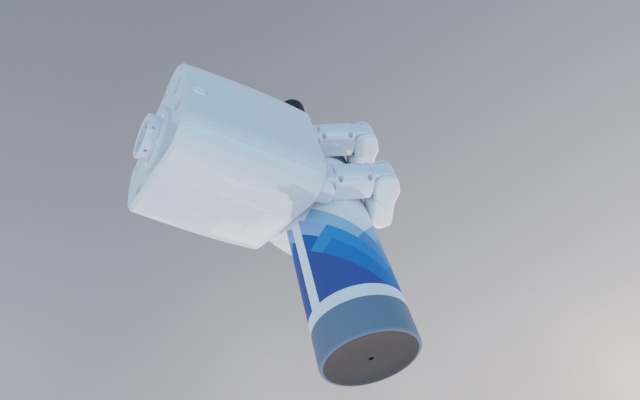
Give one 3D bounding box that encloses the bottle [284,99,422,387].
[{"bbox_3d":[0.000,0.002,0.400,0.069,0.069,0.295,0,41,-17],"label":"bottle"}]
